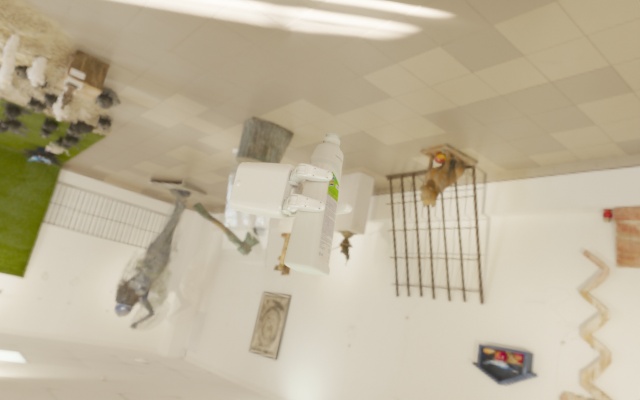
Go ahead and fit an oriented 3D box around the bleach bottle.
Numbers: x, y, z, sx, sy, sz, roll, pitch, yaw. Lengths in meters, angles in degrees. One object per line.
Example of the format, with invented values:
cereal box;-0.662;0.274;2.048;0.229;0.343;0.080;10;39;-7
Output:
bleach bottle;0.000;0.003;0.855;0.068;0.250;0.103;7;-15;19
